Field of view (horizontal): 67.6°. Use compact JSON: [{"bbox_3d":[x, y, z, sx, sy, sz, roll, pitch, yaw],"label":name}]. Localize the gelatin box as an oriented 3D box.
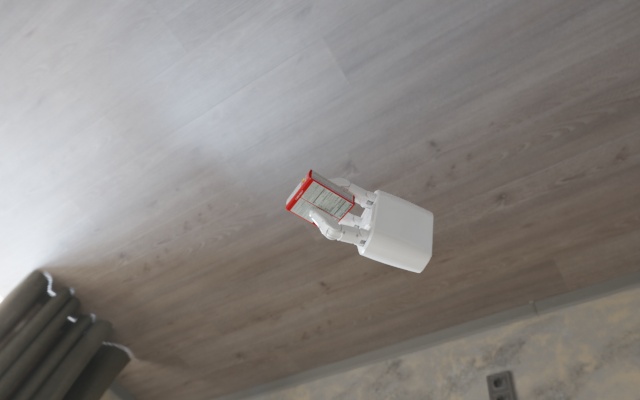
[{"bbox_3d":[0.000,0.003,0.768,0.089,0.073,0.030,30,31,-18],"label":"gelatin box"}]
